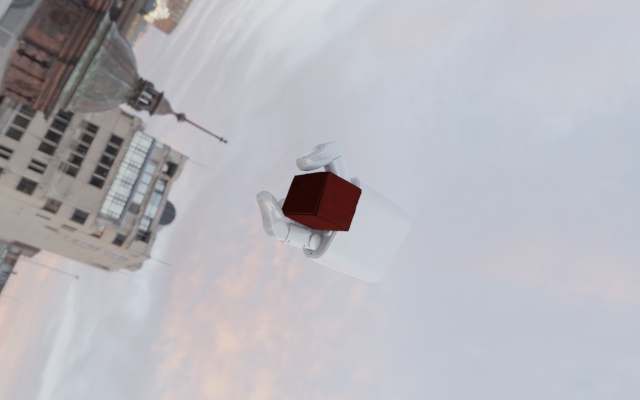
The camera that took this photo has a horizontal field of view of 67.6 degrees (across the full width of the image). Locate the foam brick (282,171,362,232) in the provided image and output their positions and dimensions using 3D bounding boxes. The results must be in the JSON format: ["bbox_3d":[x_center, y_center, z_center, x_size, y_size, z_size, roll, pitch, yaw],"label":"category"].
[{"bbox_3d":[0.000,0.002,0.548,0.051,0.053,0.078,28,-15,-30],"label":"foam brick"}]
